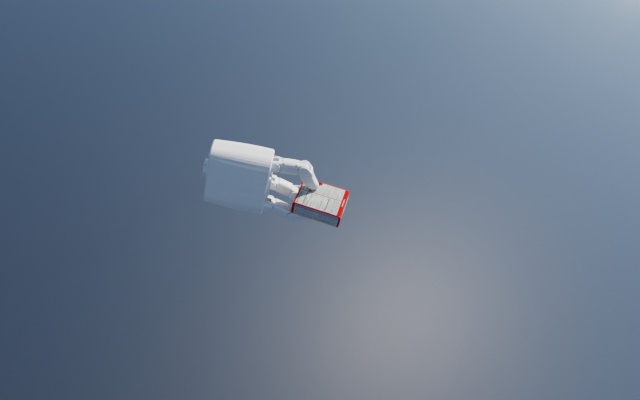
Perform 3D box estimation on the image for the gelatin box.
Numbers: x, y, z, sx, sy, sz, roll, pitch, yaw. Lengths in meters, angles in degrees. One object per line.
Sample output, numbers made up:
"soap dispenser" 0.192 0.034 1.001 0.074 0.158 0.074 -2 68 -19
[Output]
"gelatin box" 0.001 0.003 0.854 0.089 0.030 0.073 17 44 5
